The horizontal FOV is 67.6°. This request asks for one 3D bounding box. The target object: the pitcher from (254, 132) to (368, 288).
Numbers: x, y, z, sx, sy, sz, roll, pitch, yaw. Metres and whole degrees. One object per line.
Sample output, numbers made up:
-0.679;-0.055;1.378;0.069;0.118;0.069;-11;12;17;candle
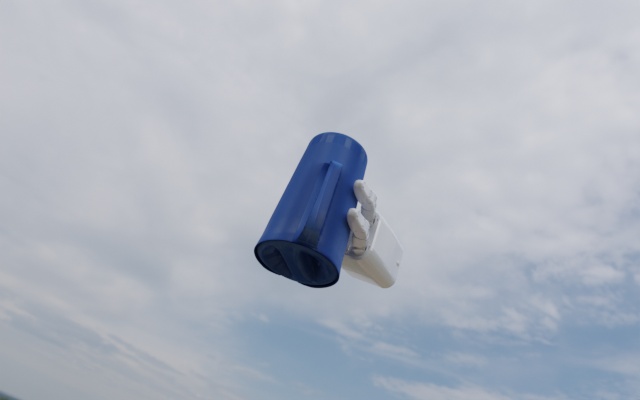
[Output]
0.000;0.003;0.760;0.149;0.242;0.145;-8;-43;36;pitcher
